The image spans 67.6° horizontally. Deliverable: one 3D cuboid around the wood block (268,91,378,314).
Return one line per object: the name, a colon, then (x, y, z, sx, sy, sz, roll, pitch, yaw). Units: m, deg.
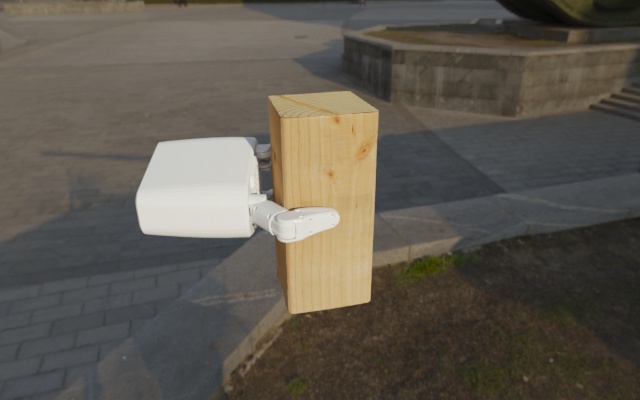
wood block: (0.000, 0.002, 0.493, 0.090, 0.206, 0.090, -6, 25, -12)
